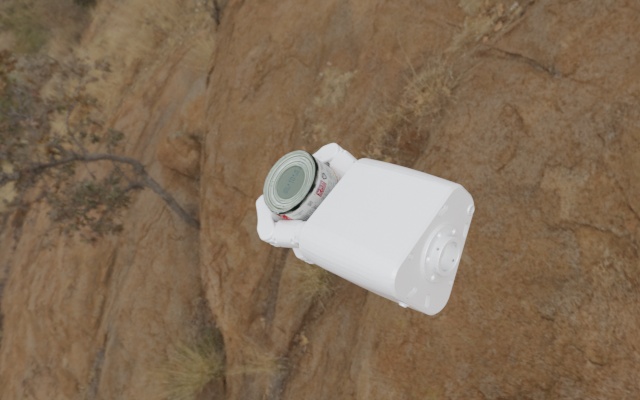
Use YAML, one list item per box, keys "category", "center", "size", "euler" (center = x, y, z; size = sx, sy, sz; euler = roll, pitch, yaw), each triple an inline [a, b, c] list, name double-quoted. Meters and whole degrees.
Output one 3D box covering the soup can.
- category: "soup can"
  center: [0.000, 0.001, 0.484]
  size: [0.068, 0.068, 0.102]
  euler: [0, -23, 41]
